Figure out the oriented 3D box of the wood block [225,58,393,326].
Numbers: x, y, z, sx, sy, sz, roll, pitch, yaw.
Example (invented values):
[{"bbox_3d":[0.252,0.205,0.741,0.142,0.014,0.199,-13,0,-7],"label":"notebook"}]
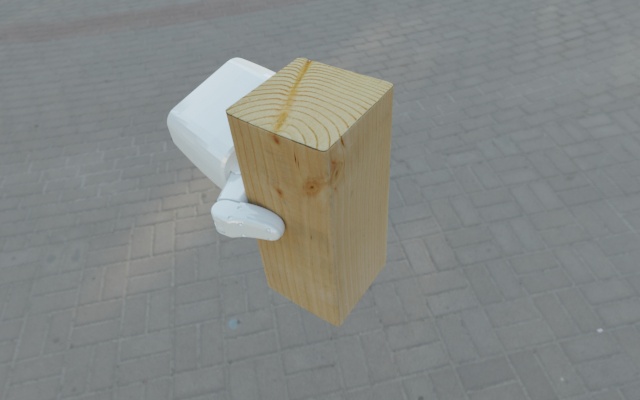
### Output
[{"bbox_3d":[0.000,0.001,0.407,0.090,0.206,0.090,24,52,27],"label":"wood block"}]
